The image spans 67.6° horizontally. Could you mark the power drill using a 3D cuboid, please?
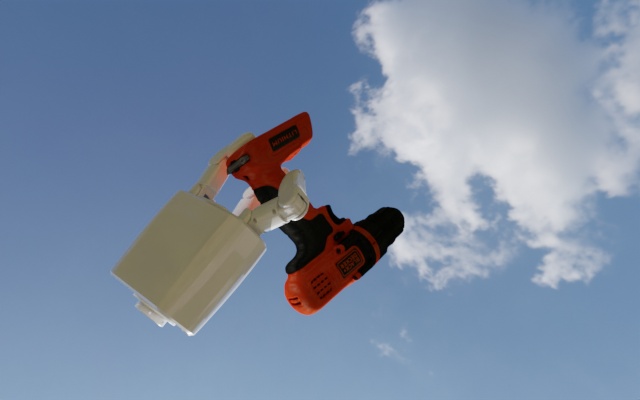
[{"bbox_3d":[0.000,0.001,0.521,0.184,0.187,0.057,-35,5,-39],"label":"power drill"}]
